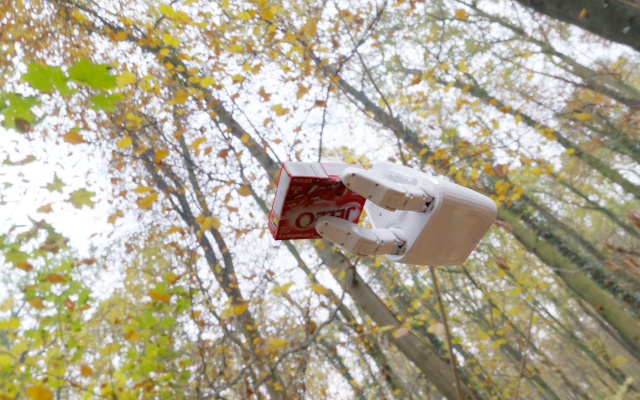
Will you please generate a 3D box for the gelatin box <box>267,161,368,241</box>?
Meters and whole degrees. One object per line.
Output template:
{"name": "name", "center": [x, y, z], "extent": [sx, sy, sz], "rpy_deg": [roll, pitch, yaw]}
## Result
{"name": "gelatin box", "center": [0.000, 0.001, 0.460], "extent": [0.089, 0.073, 0.030], "rpy_deg": [0, 35, -27]}
